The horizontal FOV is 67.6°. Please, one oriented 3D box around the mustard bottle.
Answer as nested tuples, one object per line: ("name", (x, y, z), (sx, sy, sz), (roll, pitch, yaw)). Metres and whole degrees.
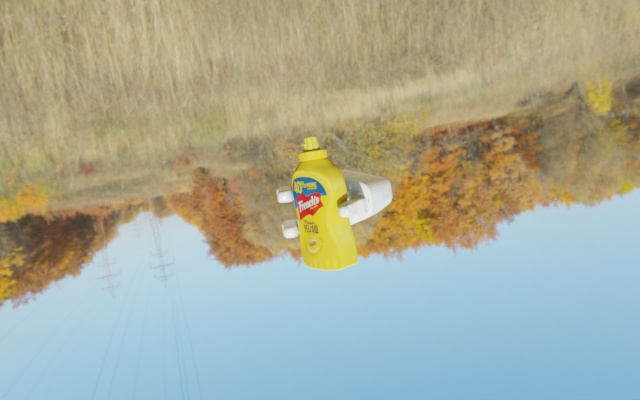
("mustard bottle", (0.000, 0.003, 0.698), (0.058, 0.191, 0.096), (-13, 8, -37))
